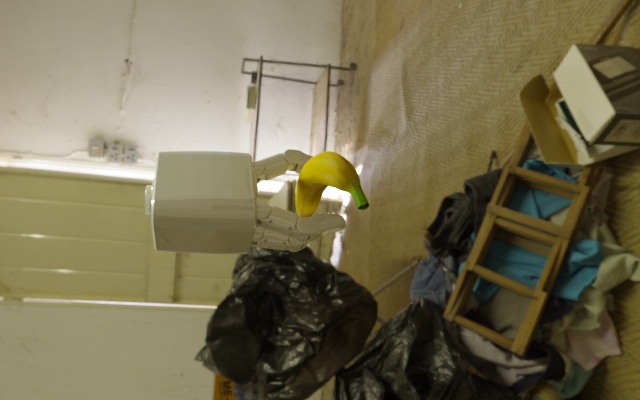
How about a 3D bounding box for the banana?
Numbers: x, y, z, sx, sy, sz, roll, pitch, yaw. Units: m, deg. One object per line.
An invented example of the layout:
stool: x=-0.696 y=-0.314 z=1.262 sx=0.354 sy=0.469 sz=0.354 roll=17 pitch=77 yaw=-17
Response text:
banana: x=0.000 y=-0.017 z=0.545 sx=0.037 sy=0.069 sz=0.198 roll=-3 pitch=-4 yaw=-17
